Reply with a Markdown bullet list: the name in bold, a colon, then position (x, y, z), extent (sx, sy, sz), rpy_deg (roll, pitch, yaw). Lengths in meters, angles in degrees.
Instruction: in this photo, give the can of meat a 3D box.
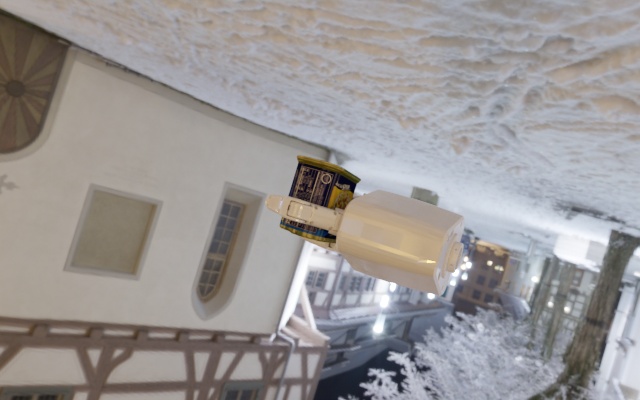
- **can of meat**: position (0.000, 0.002, 0.551), extent (0.057, 0.084, 0.102), rpy_deg (16, -1, 21)
